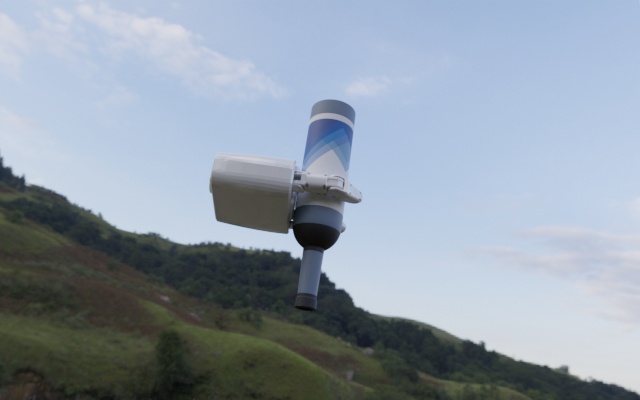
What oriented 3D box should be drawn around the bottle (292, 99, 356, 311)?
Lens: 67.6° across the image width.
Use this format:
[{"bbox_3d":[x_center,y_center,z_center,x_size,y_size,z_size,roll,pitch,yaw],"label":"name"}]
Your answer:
[{"bbox_3d":[0.000,0.002,0.656,0.069,0.295,0.069,7,-23,3],"label":"bottle"}]
